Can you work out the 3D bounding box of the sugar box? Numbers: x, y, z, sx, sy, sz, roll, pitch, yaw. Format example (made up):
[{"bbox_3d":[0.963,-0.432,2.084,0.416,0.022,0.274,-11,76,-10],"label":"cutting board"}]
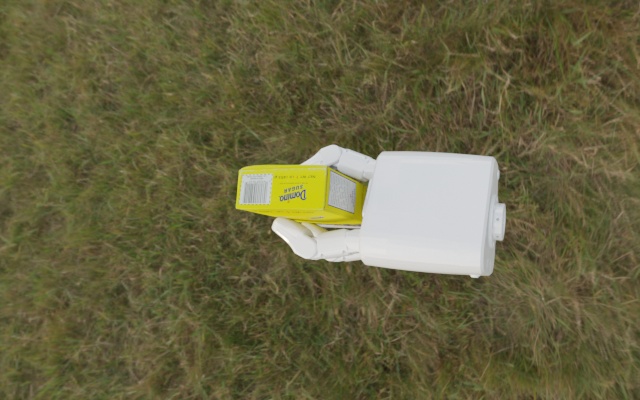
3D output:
[{"bbox_3d":[0.000,0.002,0.498,0.093,0.048,0.176,1,-10,26],"label":"sugar box"}]
